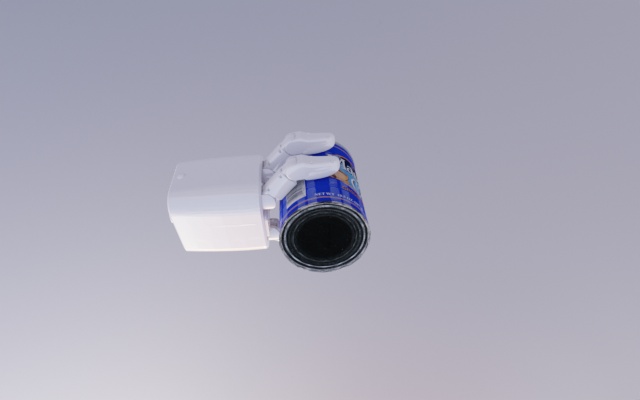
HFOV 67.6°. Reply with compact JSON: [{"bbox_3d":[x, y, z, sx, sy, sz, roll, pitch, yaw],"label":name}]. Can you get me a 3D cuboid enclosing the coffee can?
[{"bbox_3d":[0.000,0.002,0.583,0.103,0.103,0.140,0,36,-5],"label":"coffee can"}]
